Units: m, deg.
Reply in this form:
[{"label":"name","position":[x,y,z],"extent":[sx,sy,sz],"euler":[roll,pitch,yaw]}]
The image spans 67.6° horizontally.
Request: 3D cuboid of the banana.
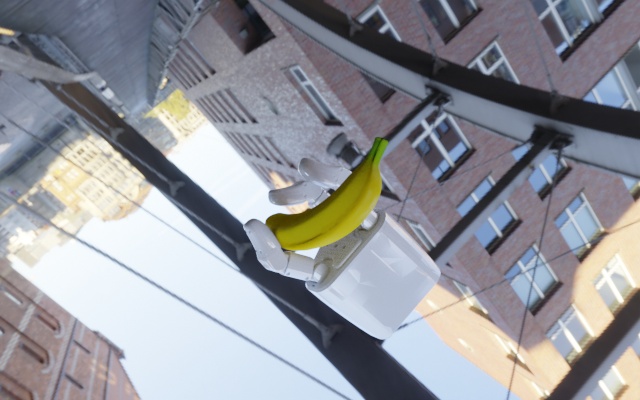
[{"label":"banana","position":[-0.003,0.015,0.457],"extent":[0.037,0.069,0.198],"euler":[35,-40,-21]}]
